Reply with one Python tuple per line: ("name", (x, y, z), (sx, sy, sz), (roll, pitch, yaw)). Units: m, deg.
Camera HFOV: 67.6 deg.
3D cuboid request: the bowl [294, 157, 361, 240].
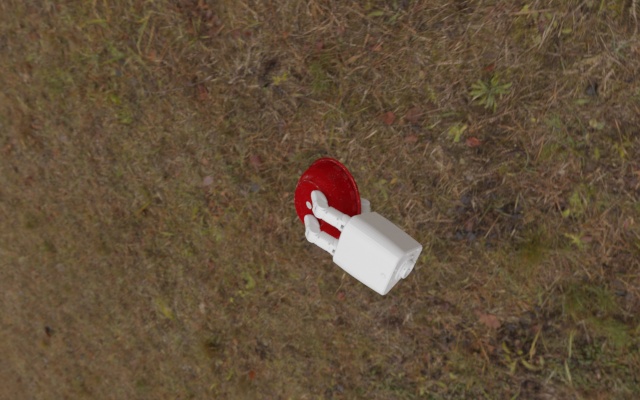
("bowl", (-0.001, 0.003, 0.887), (0.055, 0.162, 0.162), (-15, 9, -38))
